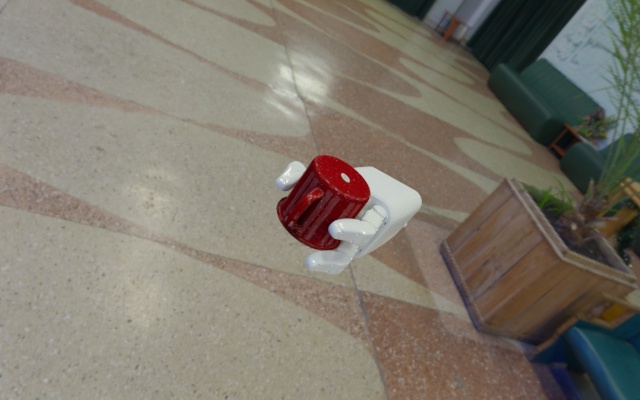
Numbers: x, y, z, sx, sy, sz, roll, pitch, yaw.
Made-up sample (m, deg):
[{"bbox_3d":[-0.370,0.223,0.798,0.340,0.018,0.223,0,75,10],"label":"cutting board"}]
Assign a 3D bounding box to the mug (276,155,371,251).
[{"bbox_3d":[-0.001,0.002,0.563,0.093,0.081,0.117,46,31,17],"label":"mug"}]
